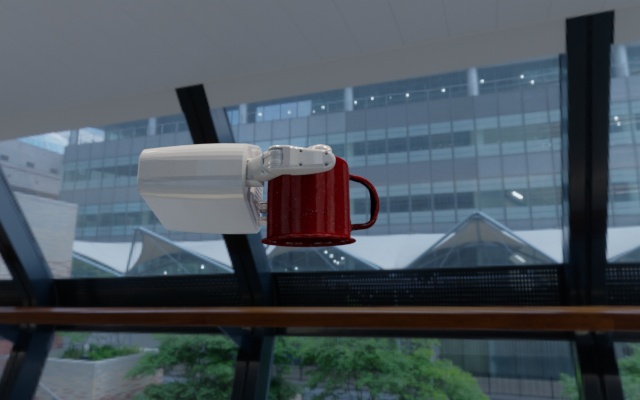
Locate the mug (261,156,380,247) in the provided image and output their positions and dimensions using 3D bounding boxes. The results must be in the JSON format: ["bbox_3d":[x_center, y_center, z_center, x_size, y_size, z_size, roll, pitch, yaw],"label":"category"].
[{"bbox_3d":[0.002,0.001,0.474,0.117,0.081,0.093,0,-11,0],"label":"mug"}]
